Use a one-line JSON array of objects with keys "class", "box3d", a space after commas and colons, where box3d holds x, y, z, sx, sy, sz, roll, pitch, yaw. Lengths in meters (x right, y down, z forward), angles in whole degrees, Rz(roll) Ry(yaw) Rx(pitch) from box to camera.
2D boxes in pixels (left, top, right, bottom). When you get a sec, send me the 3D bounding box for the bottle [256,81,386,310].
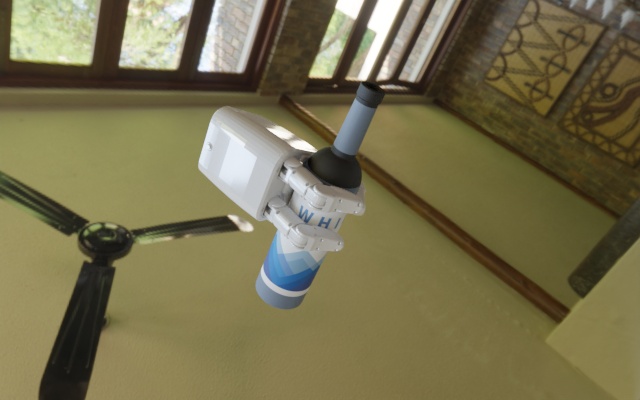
[{"class": "bottle", "box3d": [0.000, 0.002, 0.555, 0.069, 0.296, 0.069, 18, 30, -11]}]
